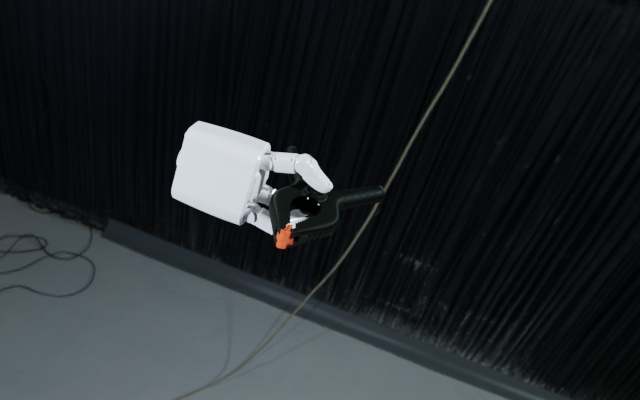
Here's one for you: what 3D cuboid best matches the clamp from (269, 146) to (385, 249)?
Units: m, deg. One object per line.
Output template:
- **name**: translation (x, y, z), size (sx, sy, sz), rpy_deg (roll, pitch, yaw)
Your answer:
- **clamp**: translation (0.000, 0.002, 0.647), size (0.164, 0.036, 0.210), rpy_deg (21, 34, 3)
